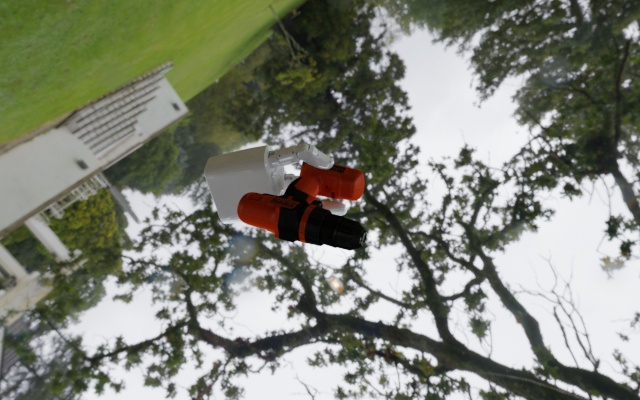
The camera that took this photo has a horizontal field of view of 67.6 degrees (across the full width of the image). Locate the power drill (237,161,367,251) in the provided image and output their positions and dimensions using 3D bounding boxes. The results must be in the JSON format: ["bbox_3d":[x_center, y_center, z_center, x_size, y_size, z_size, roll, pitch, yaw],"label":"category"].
[{"bbox_3d":[0.000,0.002,0.696,0.184,0.057,0.187,16,26,19],"label":"power drill"}]
